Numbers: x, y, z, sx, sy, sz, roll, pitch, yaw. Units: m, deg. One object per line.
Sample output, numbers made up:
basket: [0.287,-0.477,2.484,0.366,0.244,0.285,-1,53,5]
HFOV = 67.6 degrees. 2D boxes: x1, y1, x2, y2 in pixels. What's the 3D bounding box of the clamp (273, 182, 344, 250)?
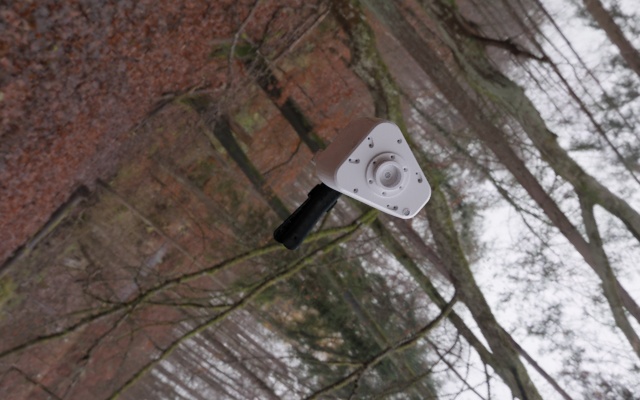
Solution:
clamp: [0.001,0.002,0.641,0.039,0.171,0.120,41,1,-14]
